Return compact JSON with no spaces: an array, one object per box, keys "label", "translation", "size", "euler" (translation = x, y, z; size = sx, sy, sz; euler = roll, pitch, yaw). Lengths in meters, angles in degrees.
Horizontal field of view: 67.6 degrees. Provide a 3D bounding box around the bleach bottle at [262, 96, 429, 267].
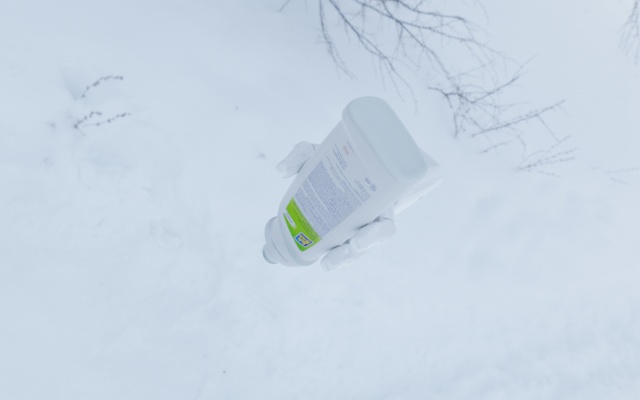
[{"label":"bleach bottle","translation":[0.000,0.002,0.533],"size":[0.068,0.102,0.251],"euler":[-21,-15,-45]}]
